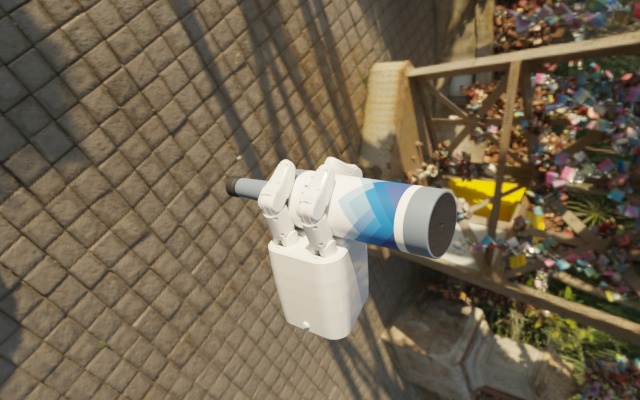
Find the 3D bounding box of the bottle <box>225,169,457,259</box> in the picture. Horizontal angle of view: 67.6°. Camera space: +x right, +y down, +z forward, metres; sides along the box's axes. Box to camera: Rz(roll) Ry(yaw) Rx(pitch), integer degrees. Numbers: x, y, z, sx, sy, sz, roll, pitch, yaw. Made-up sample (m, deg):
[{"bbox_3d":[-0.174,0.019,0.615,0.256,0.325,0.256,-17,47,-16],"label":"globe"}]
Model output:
[{"bbox_3d":[0.000,0.002,0.537,0.295,0.069,0.069,10,6,37],"label":"bottle"}]
